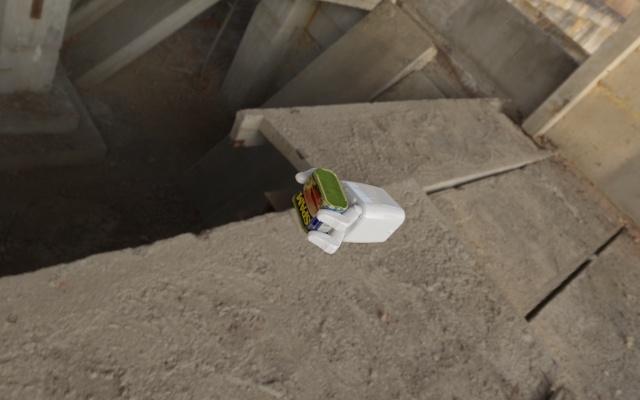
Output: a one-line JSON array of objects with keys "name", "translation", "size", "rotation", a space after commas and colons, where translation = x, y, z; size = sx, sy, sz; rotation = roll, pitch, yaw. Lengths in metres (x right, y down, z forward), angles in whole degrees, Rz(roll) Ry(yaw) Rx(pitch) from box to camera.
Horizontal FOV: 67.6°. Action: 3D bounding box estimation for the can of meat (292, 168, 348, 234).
[{"name": "can of meat", "translation": [0.000, 0.003, 0.876], "size": [0.057, 0.102, 0.084], "rotation": [8, -45, -33]}]
